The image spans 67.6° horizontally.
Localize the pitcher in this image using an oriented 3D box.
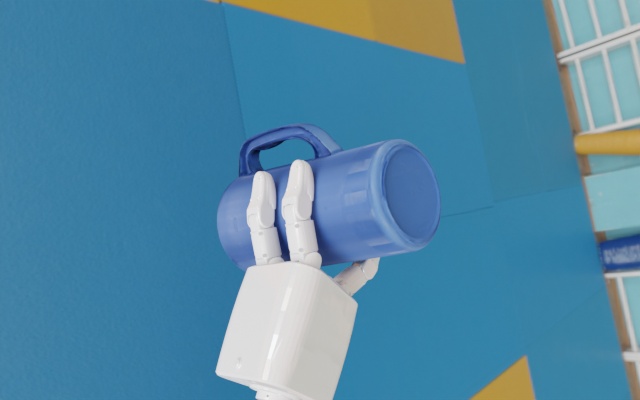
[{"bbox_3d":[0.000,0.002,0.526,0.243,0.145,0.149,-13,-40,45],"label":"pitcher"}]
